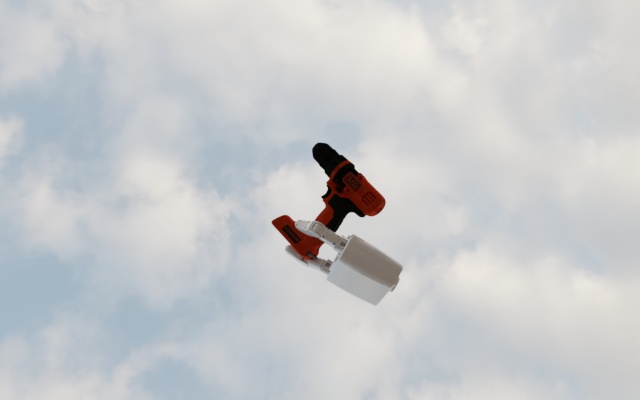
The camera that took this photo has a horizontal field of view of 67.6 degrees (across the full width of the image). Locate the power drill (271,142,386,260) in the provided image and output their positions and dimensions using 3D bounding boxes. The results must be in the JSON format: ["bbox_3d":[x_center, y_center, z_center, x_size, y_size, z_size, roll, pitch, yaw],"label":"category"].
[{"bbox_3d":[0.000,0.003,0.891,0.184,0.187,0.057,46,3,24],"label":"power drill"}]
